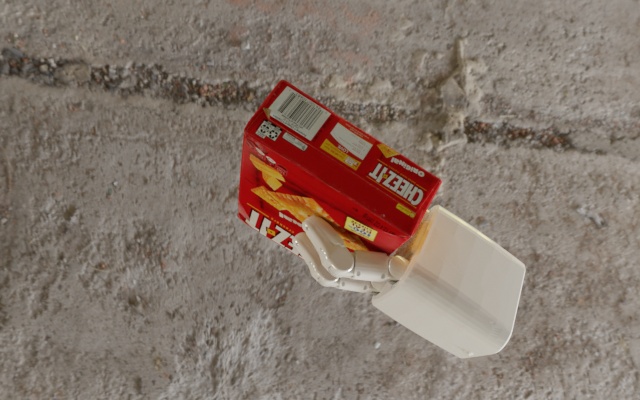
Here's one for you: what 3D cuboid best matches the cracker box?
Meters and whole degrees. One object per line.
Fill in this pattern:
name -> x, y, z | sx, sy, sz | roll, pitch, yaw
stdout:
cracker box -> 0.000, 0.001, 0.485 | 0.164, 0.072, 0.214 | 33, -24, 2
